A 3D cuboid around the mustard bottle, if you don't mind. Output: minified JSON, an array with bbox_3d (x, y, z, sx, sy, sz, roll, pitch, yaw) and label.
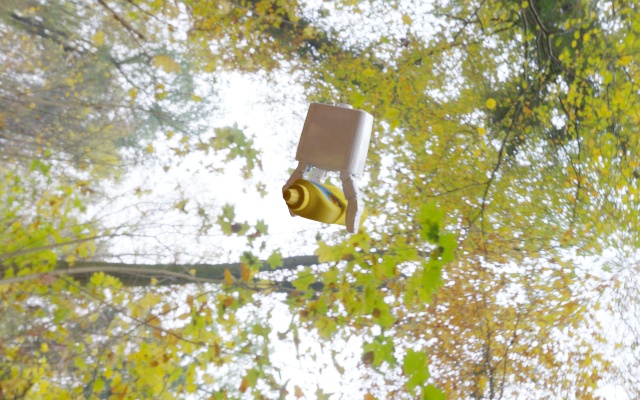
[{"bbox_3d":[0.000,0.003,0.805,0.096,0.058,0.191,43,16,30],"label":"mustard bottle"}]
